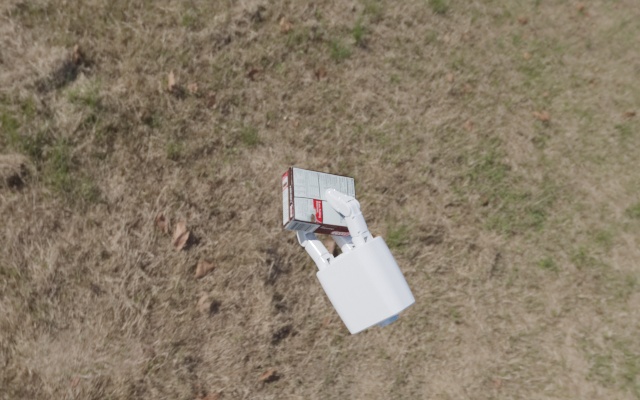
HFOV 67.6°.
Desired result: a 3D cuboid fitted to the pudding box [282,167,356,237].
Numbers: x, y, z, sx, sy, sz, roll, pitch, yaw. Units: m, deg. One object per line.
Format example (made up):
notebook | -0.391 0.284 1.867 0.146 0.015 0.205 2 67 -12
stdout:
pudding box | 0.000 0.002 0.723 0.113 0.090 0.039 10 -28 -27
